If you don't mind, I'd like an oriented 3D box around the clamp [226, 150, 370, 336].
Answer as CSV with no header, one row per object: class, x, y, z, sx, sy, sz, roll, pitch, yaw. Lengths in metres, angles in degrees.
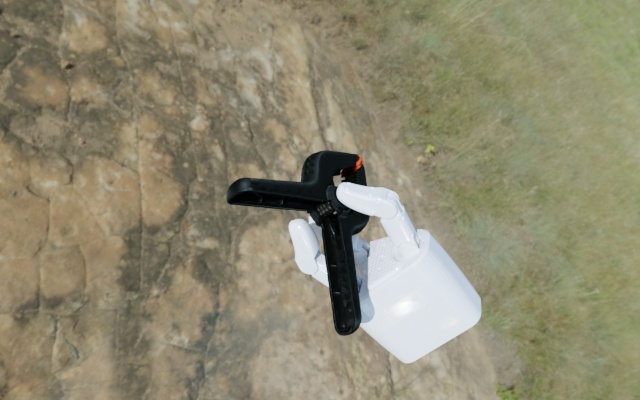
clamp,0.001,0.001,0.463,0.036,0.164,0.209,-28,23,31
